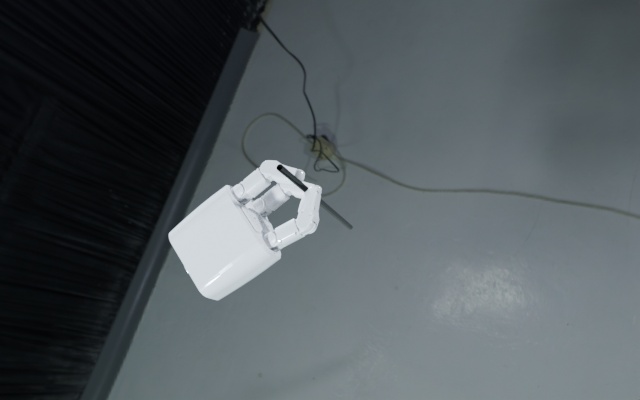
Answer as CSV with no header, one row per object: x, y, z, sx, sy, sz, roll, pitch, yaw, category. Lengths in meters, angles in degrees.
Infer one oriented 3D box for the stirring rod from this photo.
0.000,0.002,0.651,0.011,0.011,0.240,0,-20,24,stirring rod
